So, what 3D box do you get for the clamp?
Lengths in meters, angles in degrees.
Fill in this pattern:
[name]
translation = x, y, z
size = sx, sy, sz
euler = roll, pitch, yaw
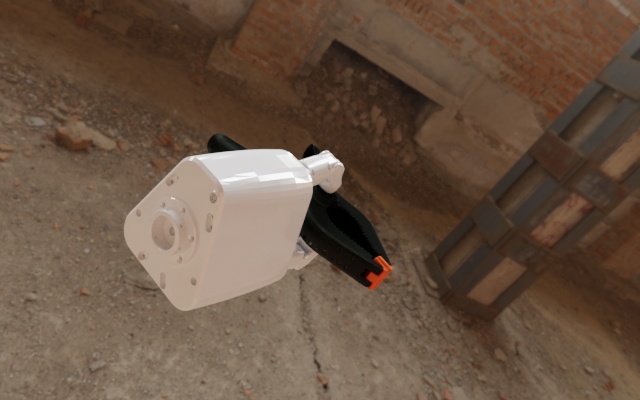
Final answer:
[clamp]
translation = 0.001, 0.001, 0.497
size = 0.210, 0.036, 0.164
euler = 45, 28, 19
